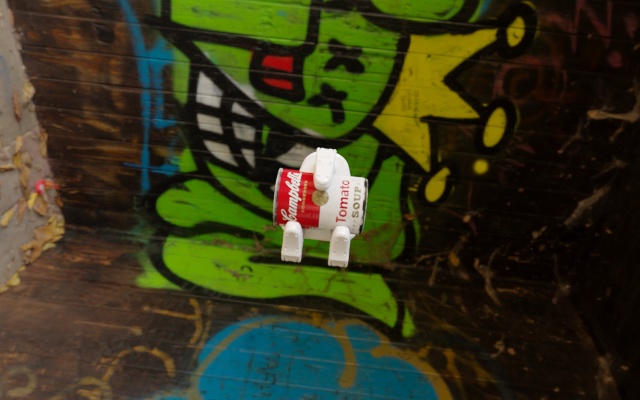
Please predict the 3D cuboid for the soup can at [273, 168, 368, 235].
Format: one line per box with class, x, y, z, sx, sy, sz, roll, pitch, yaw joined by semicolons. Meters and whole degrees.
soup can;0.000;0.002;0.555;0.102;0.068;0.068;6;0;1
